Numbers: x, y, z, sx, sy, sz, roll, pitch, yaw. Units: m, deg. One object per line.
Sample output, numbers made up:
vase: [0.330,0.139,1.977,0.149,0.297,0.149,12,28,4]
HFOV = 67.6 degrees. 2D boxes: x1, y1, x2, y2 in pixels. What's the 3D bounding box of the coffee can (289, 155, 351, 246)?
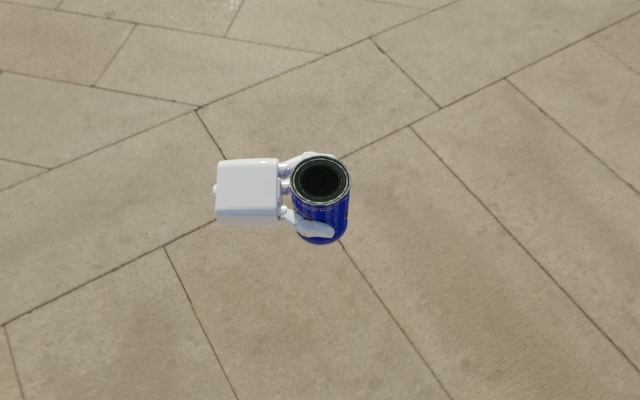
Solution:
coffee can: [0.000,0.003,0.846,0.103,0.102,0.140,0,-33,0]
